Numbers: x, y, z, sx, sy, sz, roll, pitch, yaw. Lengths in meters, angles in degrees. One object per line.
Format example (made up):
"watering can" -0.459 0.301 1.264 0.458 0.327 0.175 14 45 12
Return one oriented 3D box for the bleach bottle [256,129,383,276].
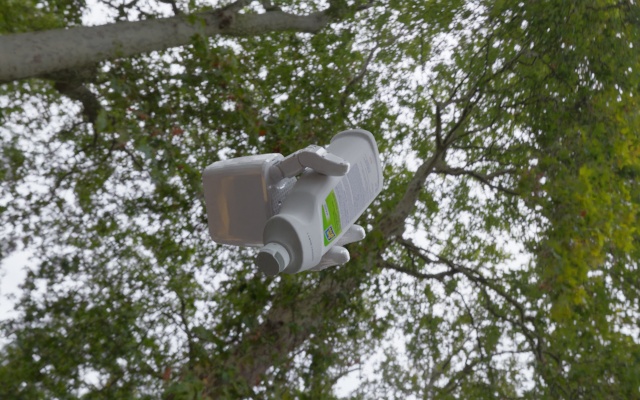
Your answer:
"bleach bottle" 0.000 0.002 0.574 0.068 0.103 0.250 -3 24 31
